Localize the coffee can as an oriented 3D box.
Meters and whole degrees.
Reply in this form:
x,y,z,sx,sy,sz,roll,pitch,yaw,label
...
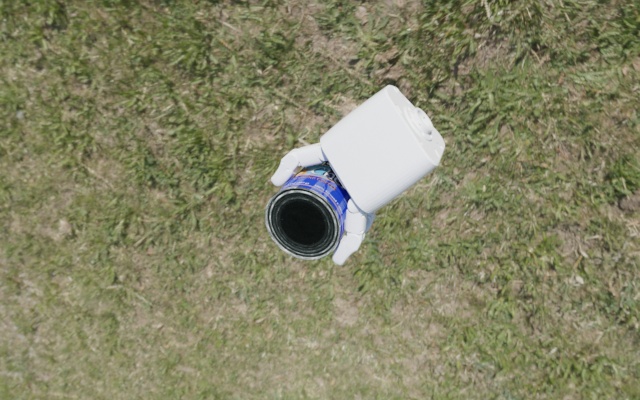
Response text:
x,y,z,sx,sy,sz,roll,pitch,yaw,label
0.000,0.002,0.654,0.103,0.103,0.140,0,24,22,coffee can
